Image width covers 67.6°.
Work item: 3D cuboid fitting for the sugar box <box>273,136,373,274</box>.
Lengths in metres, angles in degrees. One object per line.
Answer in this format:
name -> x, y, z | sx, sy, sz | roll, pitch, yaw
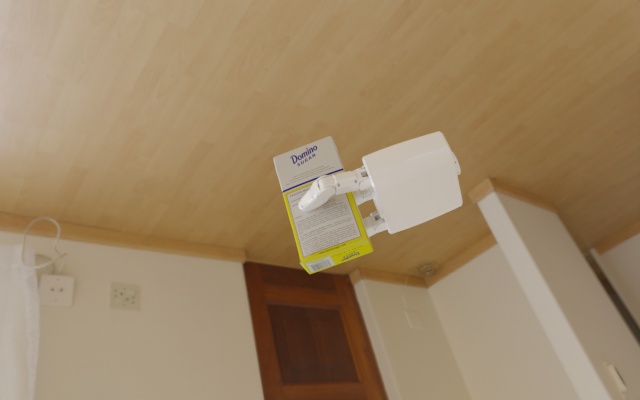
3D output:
sugar box -> 0.000, 0.002, 0.654 | 0.093, 0.176, 0.048 | -20, -34, 5
